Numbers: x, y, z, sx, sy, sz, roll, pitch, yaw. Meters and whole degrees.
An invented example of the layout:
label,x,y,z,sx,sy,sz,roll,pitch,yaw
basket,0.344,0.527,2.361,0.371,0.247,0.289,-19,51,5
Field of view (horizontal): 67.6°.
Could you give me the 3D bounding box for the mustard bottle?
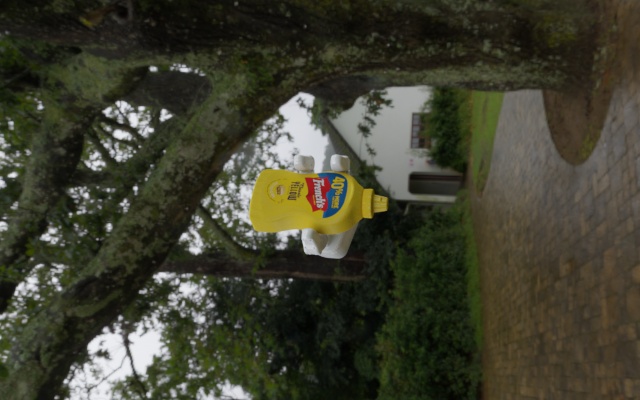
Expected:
label,x,y,z,sx,sy,sz,roll,pitch,yaw
mustard bottle,0.000,0.002,0.682,0.191,0.096,0.058,2,-37,13
